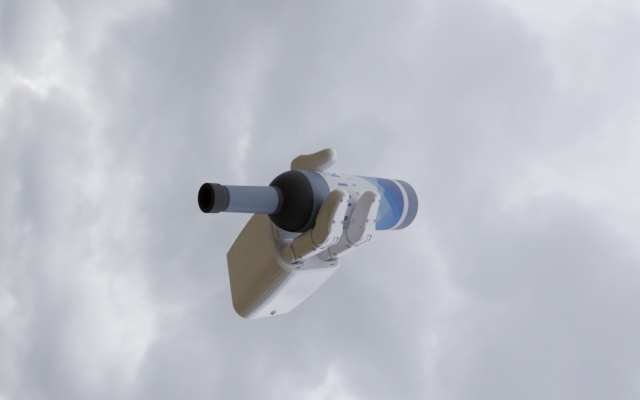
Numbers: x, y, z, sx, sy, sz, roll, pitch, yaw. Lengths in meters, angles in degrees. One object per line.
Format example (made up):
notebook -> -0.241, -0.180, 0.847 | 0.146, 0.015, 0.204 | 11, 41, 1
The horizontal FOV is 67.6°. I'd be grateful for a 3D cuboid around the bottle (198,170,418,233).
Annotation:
bottle -> 0.000, 0.002, 0.528 | 0.069, 0.069, 0.296 | 0, -2, 44
